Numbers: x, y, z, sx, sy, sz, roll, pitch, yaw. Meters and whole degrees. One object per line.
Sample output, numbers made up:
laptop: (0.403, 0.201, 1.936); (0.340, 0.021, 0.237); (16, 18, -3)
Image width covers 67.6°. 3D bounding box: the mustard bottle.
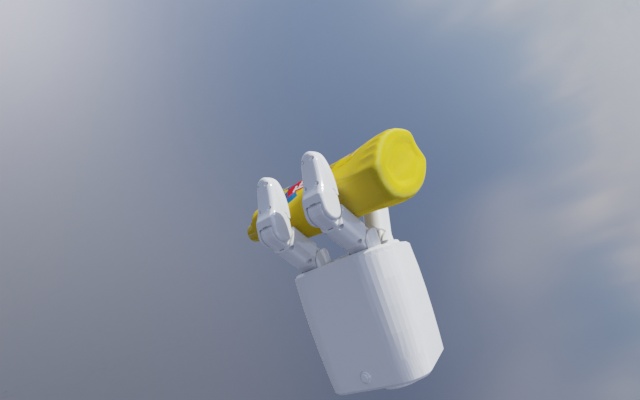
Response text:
mustard bottle: (0.000, 0.001, 0.447); (0.192, 0.058, 0.096); (-26, 11, 35)
